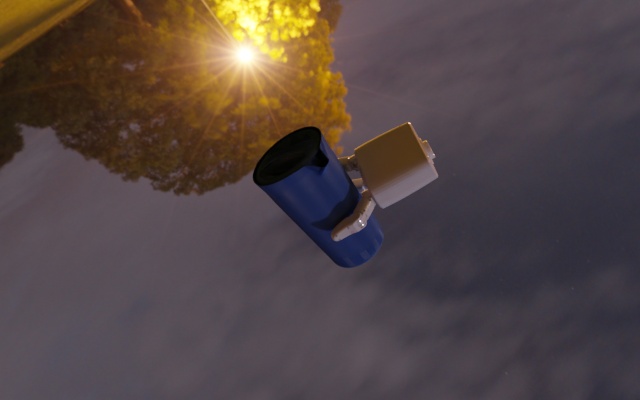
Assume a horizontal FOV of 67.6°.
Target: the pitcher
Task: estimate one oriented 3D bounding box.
[{"bbox_3d":[0.000,0.003,0.820,0.145,0.243,0.149,-30,32,14],"label":"pitcher"}]
